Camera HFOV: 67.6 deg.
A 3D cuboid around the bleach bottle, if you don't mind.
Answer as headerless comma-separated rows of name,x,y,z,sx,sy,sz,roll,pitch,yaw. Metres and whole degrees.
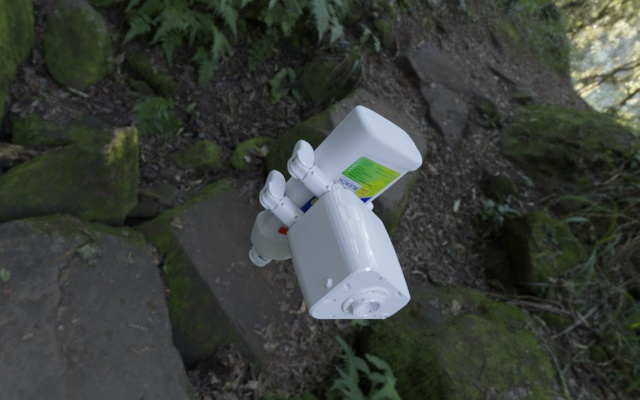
bleach bottle,0.000,0.002,0.593,0.102,0.068,0.251,22,-55,-37
